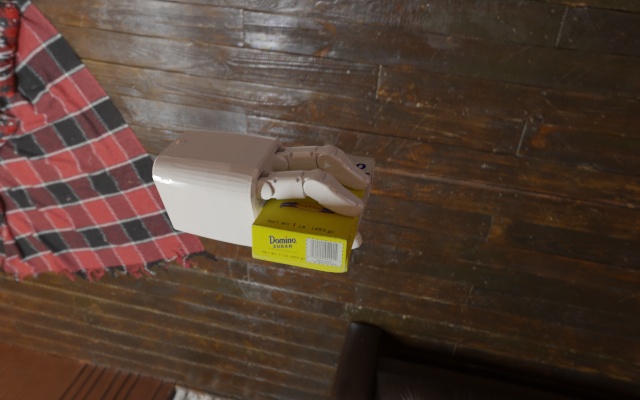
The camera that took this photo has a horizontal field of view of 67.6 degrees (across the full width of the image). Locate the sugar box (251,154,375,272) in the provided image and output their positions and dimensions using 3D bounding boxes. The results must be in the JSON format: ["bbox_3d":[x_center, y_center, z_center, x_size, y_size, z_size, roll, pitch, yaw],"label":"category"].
[{"bbox_3d":[0.000,0.001,0.509,0.093,0.048,0.176,9,34,9],"label":"sugar box"}]
